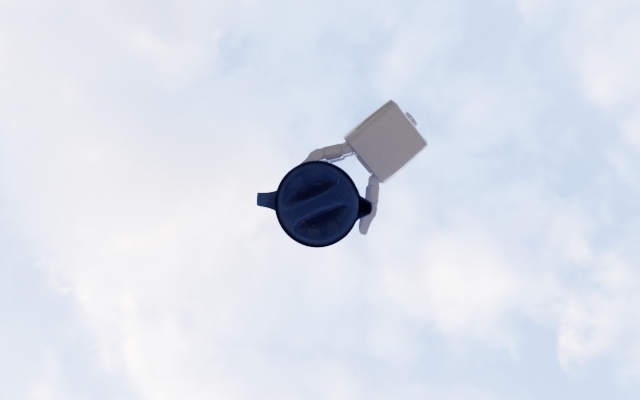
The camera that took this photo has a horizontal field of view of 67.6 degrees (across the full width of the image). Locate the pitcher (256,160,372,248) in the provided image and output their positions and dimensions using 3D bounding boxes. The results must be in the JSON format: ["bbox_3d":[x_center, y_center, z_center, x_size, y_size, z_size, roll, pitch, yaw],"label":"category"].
[{"bbox_3d":[0.000,0.003,0.840,0.145,0.149,0.243,-43,-5,6],"label":"pitcher"}]
